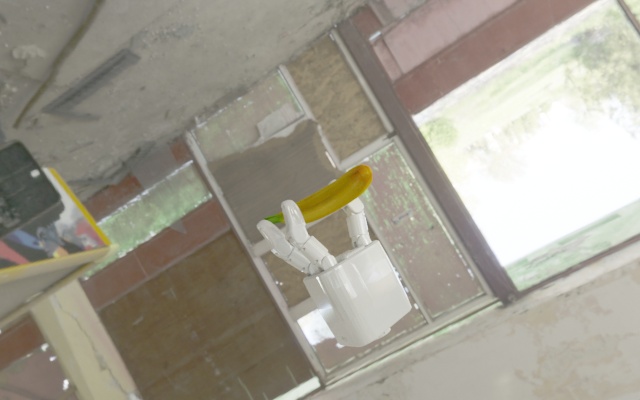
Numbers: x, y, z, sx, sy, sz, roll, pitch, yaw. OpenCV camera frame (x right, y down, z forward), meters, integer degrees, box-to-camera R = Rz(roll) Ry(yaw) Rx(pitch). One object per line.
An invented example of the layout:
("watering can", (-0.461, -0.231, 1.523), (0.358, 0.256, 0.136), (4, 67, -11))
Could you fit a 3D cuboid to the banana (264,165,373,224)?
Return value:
("banana", (0.009, -0.002, 0.628), (0.198, 0.037, 0.069), (-30, -5, 42))
